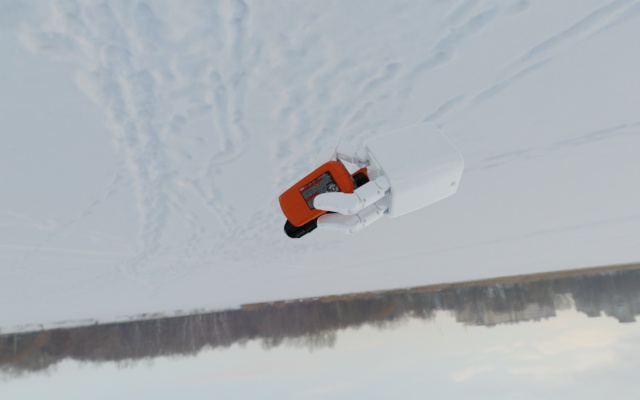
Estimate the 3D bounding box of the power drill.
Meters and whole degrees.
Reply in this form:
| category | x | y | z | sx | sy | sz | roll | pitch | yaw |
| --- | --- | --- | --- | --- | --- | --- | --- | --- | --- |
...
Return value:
| category | x | y | z | sx | sy | sz | roll | pitch | yaw |
| --- | --- | --- | --- | --- | --- | --- | --- | --- | --- |
| power drill | 0.000 | 0.002 | 0.738 | 0.184 | 0.057 | 0.187 | -35 | -9 | 9 |
